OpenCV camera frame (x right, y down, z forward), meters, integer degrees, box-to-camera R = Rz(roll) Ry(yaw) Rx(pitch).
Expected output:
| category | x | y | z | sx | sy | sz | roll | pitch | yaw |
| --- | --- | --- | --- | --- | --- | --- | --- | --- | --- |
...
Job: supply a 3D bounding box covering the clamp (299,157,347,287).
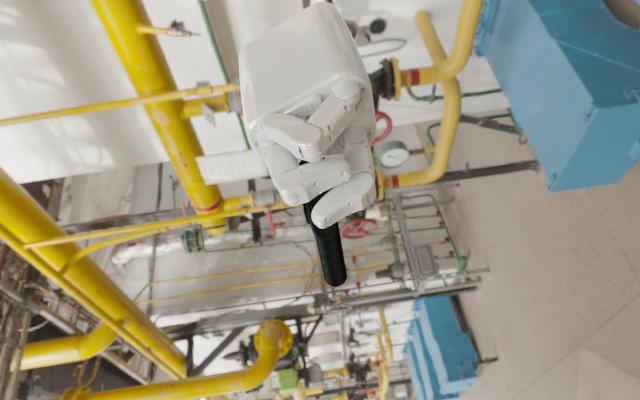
| category | x | y | z | sx | sy | sz | roll | pitch | yaw |
| --- | --- | --- | --- | --- | --- | --- | --- | --- | --- |
| clamp | -0.001 | 0.002 | 0.477 | 0.039 | 0.120 | 0.172 | -15 | -34 | -5 |
